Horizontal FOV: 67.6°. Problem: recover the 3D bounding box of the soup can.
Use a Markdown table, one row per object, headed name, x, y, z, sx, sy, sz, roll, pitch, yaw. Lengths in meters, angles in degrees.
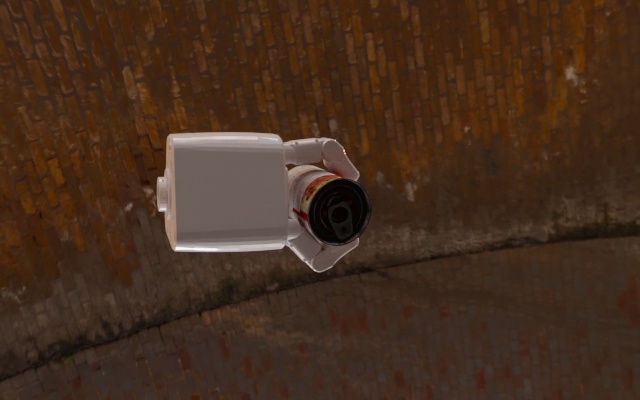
| name | x | y | z | sx | sy | sz | roll | pitch | yaw |
| --- | --- | --- | --- | --- | --- | --- | --- | --- | --- |
| soup can | 0.000 | 0.001 | 0.505 | 0.068 | 0.068 | 0.102 | 0 | 12 | -23 |
